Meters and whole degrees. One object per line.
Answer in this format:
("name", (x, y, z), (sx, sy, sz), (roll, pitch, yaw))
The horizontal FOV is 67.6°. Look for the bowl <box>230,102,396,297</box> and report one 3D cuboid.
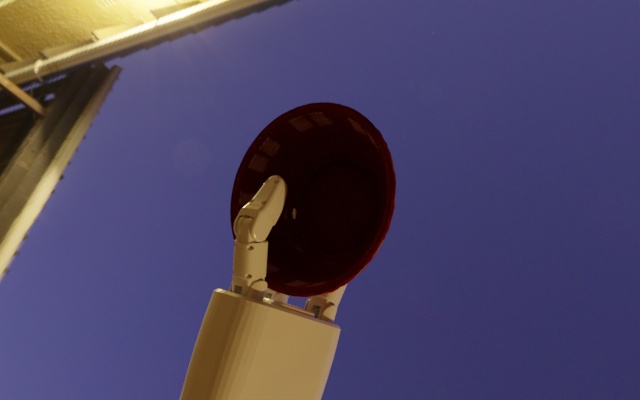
("bowl", (0.001, 0.000, 0.410), (0.162, 0.162, 0.055), (0, -10, 33))
